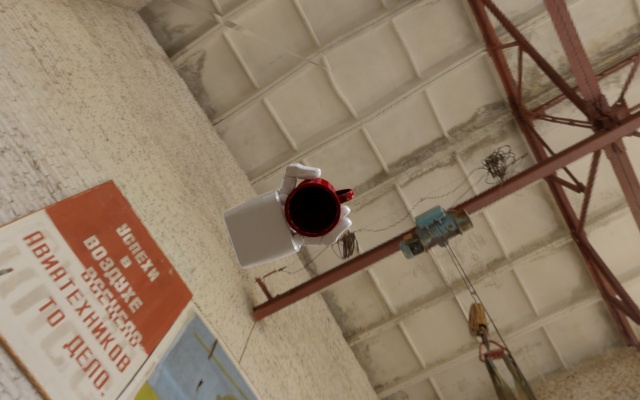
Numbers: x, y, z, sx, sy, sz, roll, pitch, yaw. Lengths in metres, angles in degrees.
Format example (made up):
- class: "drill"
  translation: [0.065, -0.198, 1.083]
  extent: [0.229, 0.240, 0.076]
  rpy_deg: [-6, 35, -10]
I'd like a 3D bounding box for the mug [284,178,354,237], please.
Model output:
- class: "mug"
  translation: [0.001, 0.002, 0.815]
  extent: [0.117, 0.093, 0.081]
  rpy_deg: [-20, 12, 7]
